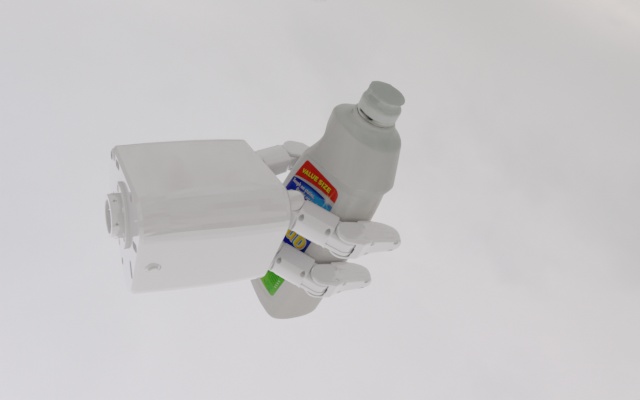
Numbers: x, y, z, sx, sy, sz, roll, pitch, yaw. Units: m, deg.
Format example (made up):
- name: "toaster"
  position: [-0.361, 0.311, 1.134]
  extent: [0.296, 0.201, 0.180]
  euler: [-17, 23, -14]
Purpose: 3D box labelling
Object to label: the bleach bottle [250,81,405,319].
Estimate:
- name: "bleach bottle"
  position: [0.000, 0.001, 0.423]
  extent: [0.068, 0.102, 0.251]
  euler: [-5, -39, -31]
